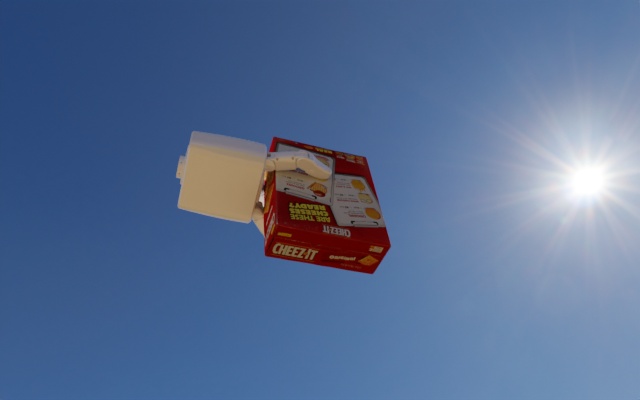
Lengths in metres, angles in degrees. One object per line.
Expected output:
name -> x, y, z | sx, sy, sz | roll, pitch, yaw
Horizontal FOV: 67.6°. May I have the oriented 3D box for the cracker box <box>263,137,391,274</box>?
cracker box -> 0.000, 0.002, 0.720 | 0.164, 0.072, 0.213 | 11, 38, -15
